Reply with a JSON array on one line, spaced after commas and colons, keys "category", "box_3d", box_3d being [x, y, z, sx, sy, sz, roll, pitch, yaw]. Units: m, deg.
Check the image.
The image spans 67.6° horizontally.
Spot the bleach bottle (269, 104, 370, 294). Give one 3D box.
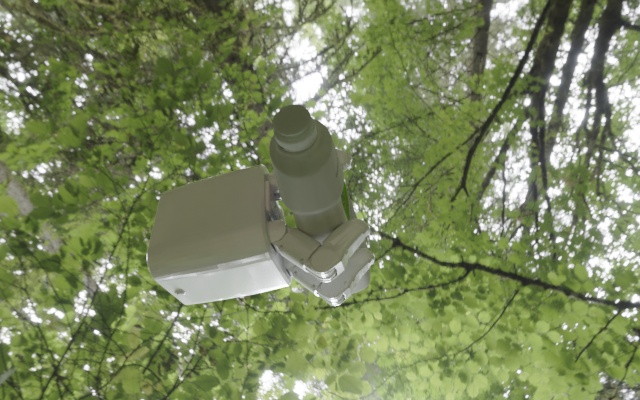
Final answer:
[{"category": "bleach bottle", "box_3d": [0.000, 0.002, 0.446, 0.068, 0.102, 0.251, -13, -34, 3]}]
